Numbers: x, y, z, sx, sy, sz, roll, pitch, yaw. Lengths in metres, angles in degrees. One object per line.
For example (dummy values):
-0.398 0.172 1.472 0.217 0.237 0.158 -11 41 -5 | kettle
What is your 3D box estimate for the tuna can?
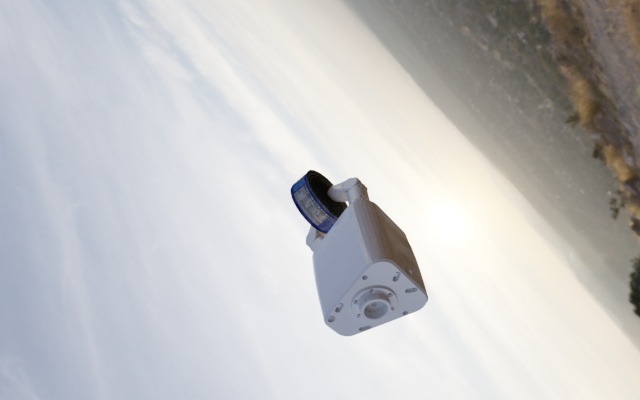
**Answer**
0.000 0.002 0.641 0.034 0.086 0.086 -39 -16 20 | tuna can
